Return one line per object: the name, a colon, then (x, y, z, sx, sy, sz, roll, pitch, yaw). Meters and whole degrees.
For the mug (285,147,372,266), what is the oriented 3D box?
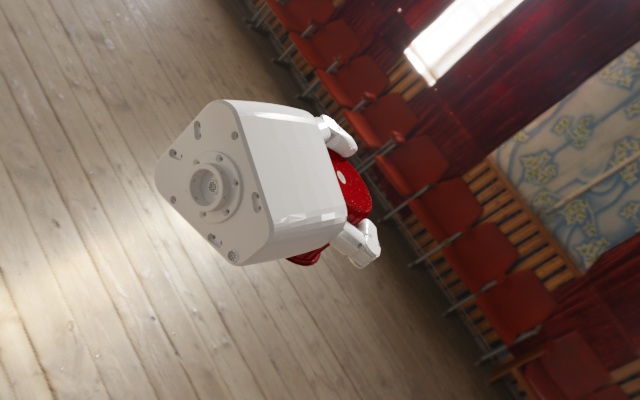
mug: (0.001, 0.001, 0.470, 0.081, 0.093, 0.117, -40, -14, 25)
